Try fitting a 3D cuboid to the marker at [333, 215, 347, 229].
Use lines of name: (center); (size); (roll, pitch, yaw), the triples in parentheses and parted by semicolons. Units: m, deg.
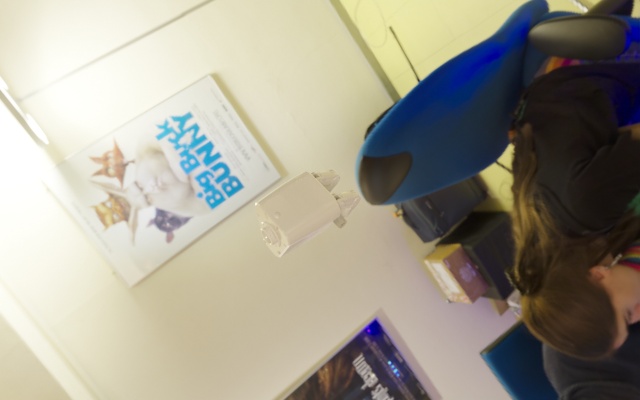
marker: (0.000, 0.003, 0.846); (0.121, 0.020, 0.020); (45, 22, 23)
